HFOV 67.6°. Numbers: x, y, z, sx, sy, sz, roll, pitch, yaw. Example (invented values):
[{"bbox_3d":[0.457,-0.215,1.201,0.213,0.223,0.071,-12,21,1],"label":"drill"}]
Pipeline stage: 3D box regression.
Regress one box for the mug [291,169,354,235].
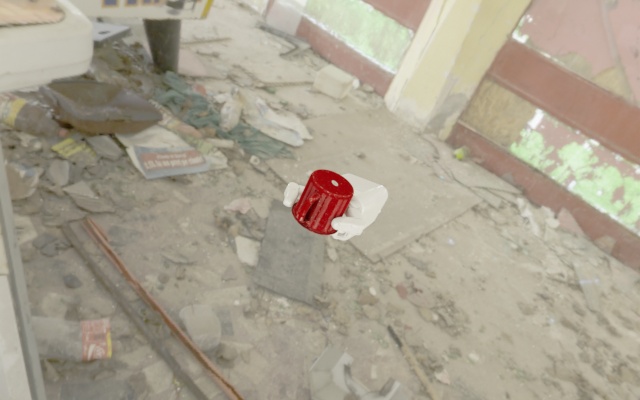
[{"bbox_3d":[-0.001,0.003,0.819,0.093,0.081,0.117,39,33,20],"label":"mug"}]
